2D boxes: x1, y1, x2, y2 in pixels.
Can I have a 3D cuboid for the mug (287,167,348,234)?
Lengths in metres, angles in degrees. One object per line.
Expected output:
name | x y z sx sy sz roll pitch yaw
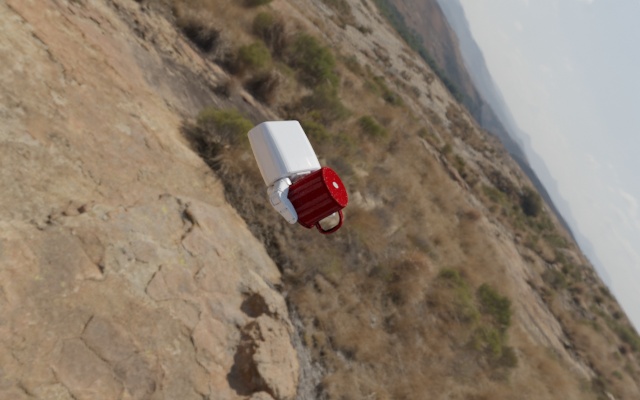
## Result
mug | 0.001 0.004 0.850 0.081 0.117 0.093 -28 -9 23
